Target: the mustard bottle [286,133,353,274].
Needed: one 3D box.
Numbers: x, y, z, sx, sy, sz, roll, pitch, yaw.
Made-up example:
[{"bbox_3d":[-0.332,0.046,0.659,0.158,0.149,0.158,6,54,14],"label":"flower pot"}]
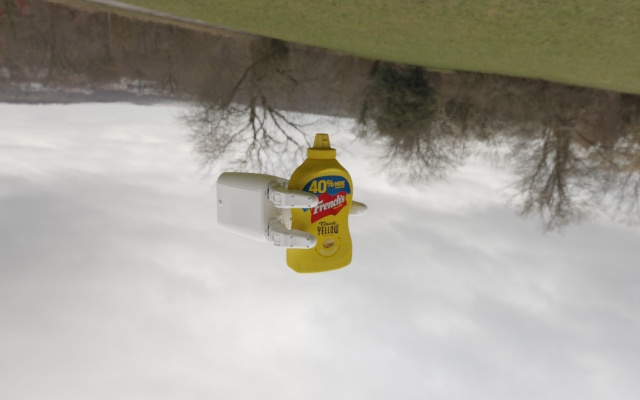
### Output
[{"bbox_3d":[0.000,0.003,0.671,0.096,0.192,0.058,-4,12,-26],"label":"mustard bottle"}]
